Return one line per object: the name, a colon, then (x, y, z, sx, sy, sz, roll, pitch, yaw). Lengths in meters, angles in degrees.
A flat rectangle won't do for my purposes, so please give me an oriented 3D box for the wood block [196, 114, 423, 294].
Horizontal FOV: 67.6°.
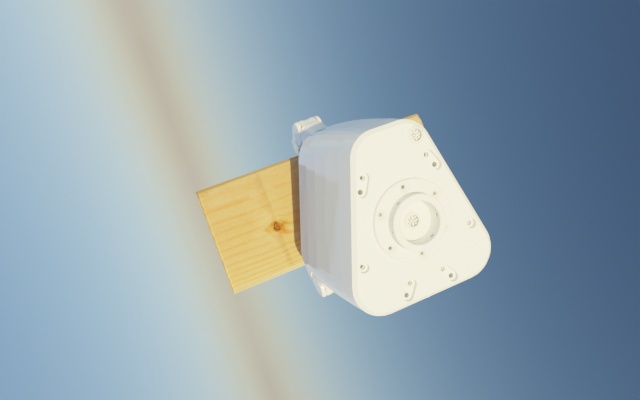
wood block: (0.000, 0.001, 0.445, 0.206, 0.091, 0.090, -20, 0, -13)
